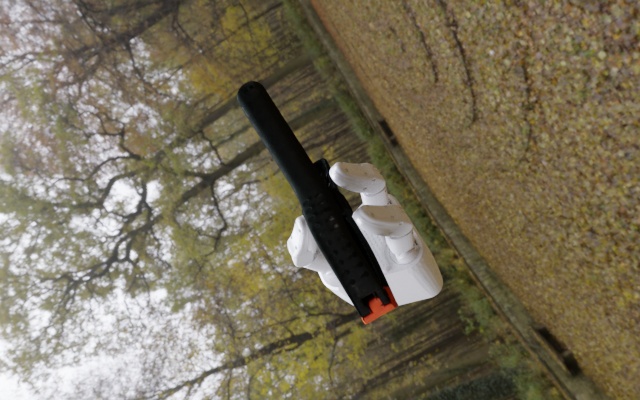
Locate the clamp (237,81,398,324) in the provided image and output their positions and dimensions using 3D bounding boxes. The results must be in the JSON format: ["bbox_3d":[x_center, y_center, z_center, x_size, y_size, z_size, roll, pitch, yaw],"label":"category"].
[{"bbox_3d":[0.000,0.002,0.404,0.036,0.209,0.165,-33,-37,10],"label":"clamp"}]
